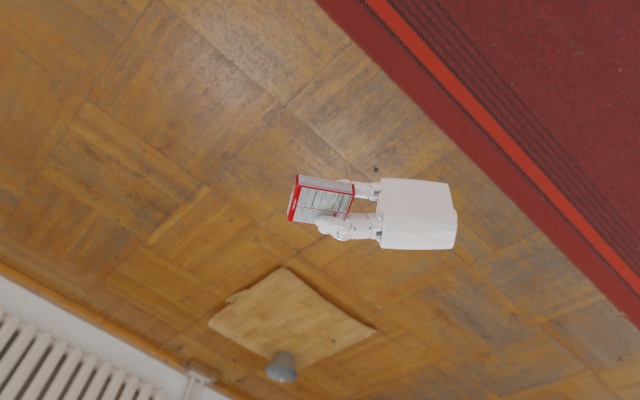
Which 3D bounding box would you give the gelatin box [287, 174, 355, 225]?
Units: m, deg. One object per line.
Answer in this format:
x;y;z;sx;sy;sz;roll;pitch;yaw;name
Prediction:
0.000;0.003;0.713;0.089;0.073;0.030;8;41;-10;gelatin box
